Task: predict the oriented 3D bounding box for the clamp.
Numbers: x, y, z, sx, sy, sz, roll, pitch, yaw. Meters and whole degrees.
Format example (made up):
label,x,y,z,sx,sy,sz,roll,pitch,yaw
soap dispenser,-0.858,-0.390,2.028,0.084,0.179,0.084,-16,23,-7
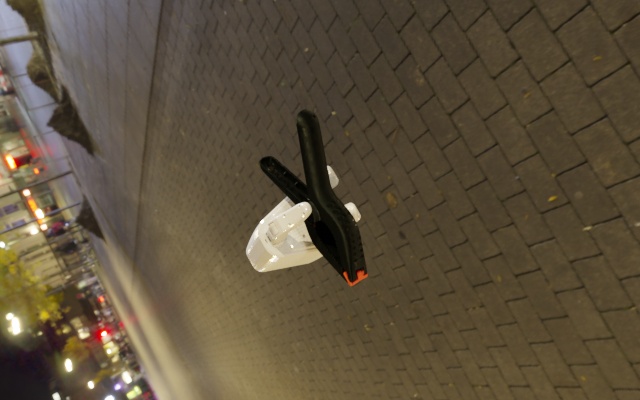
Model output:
label,x,y,z,sx,sy,sz,roll,pitch,yaw
clamp,0.000,0.003,0.577,0.036,0.210,0.165,-27,-10,-27
